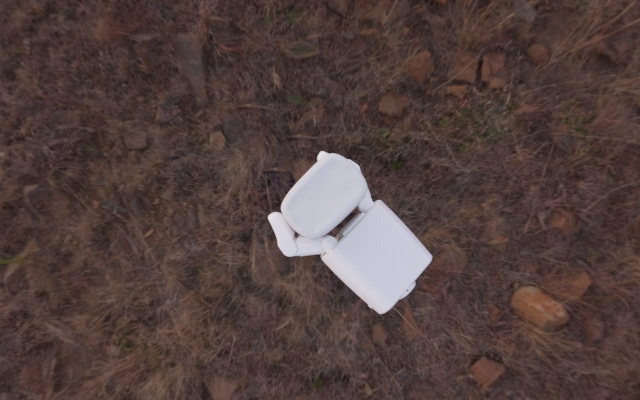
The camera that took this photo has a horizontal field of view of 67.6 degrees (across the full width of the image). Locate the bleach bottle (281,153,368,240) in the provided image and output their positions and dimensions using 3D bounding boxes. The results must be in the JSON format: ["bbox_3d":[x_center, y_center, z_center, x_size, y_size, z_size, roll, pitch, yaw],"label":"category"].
[{"bbox_3d":[0.000,0.002,0.657,0.102,0.068,0.251,-44,-1,-3],"label":"bleach bottle"}]
